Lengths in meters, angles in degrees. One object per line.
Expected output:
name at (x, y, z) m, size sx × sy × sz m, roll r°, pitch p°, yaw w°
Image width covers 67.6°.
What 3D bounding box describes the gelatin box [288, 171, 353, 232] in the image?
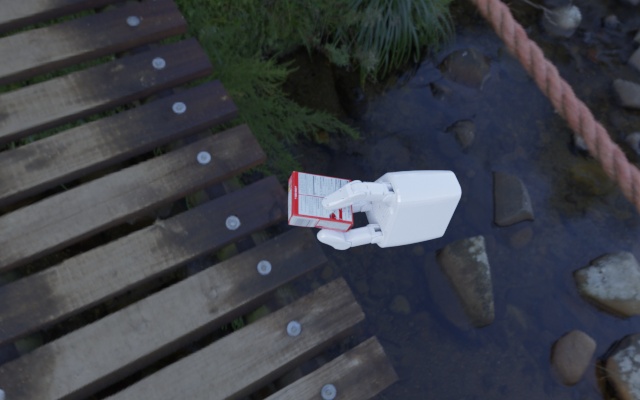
gelatin box at (0.000, 0.002, 0.668) m, size 0.089 × 0.073 × 0.030 m, roll 8°, pitch -33°, yaw -16°
